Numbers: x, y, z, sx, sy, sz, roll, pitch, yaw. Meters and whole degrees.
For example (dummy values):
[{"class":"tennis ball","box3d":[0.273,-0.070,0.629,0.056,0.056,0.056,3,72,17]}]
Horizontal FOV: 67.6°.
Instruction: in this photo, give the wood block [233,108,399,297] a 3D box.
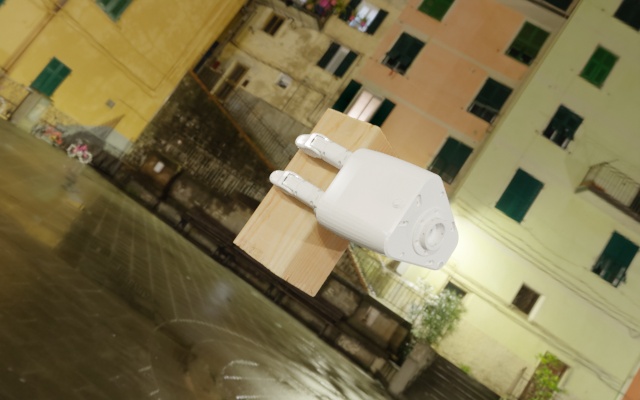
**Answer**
[{"class":"wood block","box3d":[0.001,0.002,0.599,0.090,0.206,0.091,29,-10,38]}]
